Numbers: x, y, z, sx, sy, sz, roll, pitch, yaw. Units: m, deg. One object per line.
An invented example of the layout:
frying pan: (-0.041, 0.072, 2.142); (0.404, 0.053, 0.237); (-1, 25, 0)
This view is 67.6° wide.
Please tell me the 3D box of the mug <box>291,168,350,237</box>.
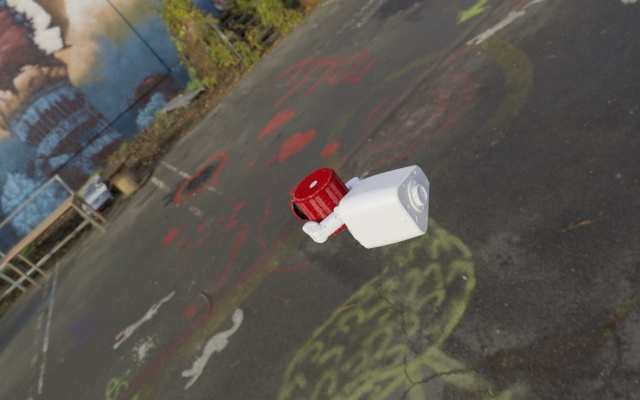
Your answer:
mug: (-0.001, 0.003, 0.806); (0.117, 0.081, 0.093); (-18, 33, 37)
